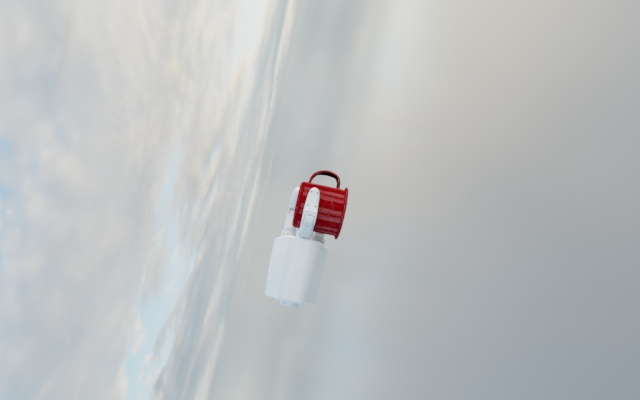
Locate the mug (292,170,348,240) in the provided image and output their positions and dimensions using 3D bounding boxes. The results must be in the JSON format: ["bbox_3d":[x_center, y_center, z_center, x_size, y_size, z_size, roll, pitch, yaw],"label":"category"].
[{"bbox_3d":[0.000,0.001,0.831,0.081,0.117,0.093,12,-13,-4],"label":"mug"}]
